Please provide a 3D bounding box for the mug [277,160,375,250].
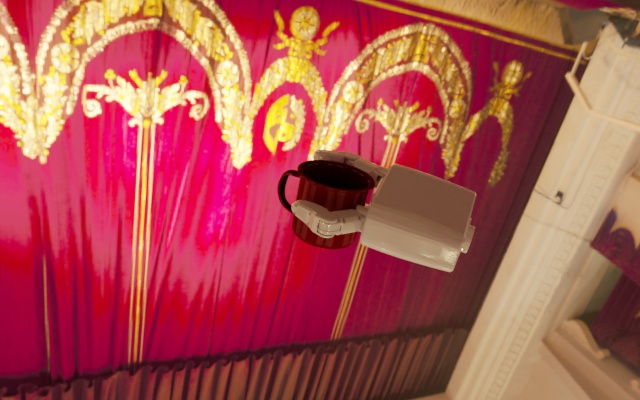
[{"bbox_3d":[-0.001,0.002,0.577,0.117,0.081,0.093,19,24,15],"label":"mug"}]
